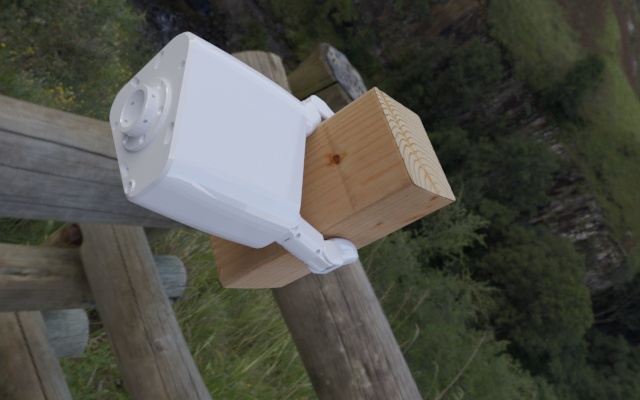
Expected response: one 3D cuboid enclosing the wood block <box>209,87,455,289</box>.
[{"bbox_3d":[0.000,0.002,0.437,0.206,0.090,0.090,-30,-24,28],"label":"wood block"}]
